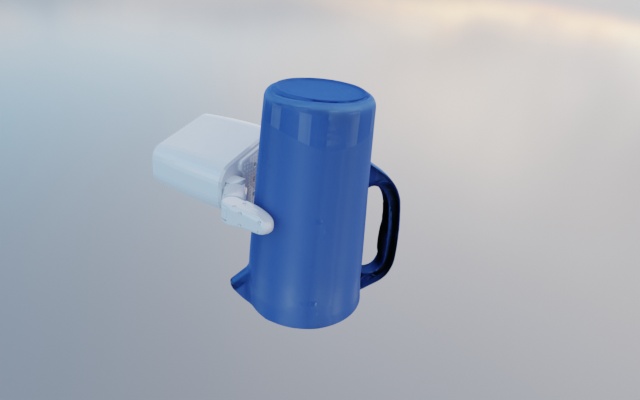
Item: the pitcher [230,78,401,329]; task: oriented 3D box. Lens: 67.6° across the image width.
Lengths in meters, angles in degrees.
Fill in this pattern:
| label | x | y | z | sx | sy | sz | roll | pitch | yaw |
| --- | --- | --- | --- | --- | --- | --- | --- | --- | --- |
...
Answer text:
| label | x | y | z | sx | sy | sz | roll | pitch | yaw |
| --- | --- | --- | --- | --- | --- | --- | --- | --- | --- |
| pitcher | 0.000 | 0.002 | 0.507 | 0.145 | 0.243 | 0.149 | 20 | 30 | 26 |
